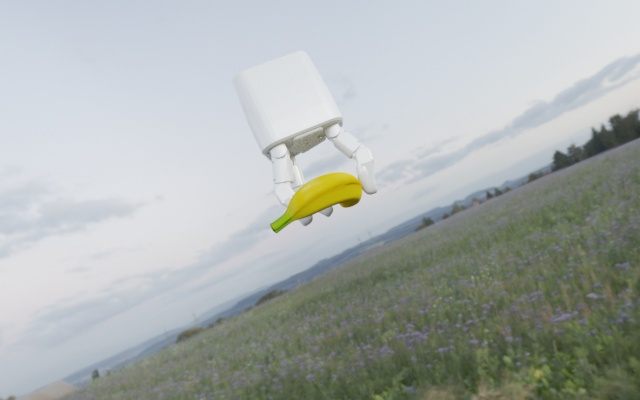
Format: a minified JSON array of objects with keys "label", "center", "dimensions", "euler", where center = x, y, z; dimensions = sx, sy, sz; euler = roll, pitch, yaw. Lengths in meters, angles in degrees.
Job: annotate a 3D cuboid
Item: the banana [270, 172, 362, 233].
[{"label":"banana","center":[0.013,-0.007,0.562],"dimensions":[0.070,0.037,0.198],"euler":[-33,-9,27]}]
